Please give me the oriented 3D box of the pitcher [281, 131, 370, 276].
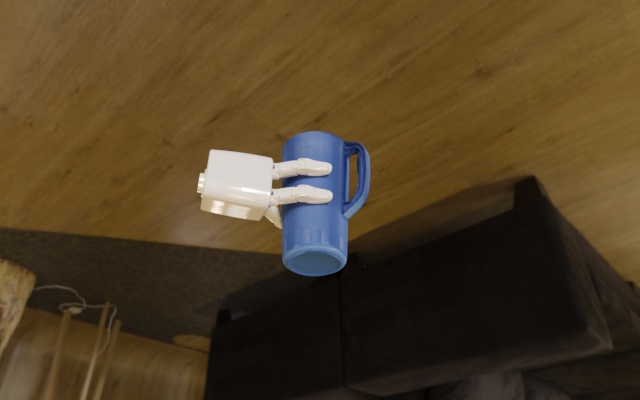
[{"bbox_3d":[0.000,0.003,0.849,0.145,0.242,0.149,11,-36,-15],"label":"pitcher"}]
